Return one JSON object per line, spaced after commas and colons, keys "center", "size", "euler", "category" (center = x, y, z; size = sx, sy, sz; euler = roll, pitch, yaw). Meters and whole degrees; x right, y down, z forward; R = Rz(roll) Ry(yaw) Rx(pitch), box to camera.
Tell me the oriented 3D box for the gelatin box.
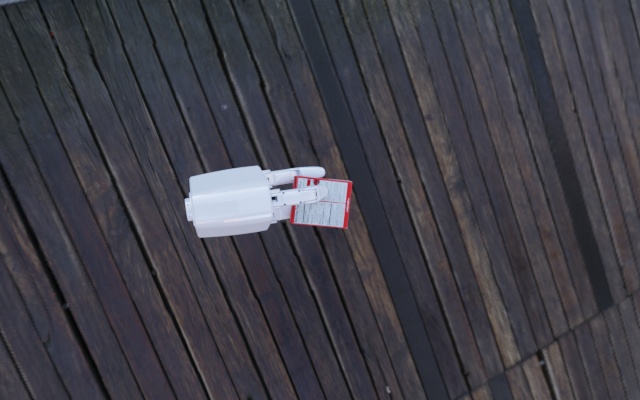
{"center": [0.001, 0.002, 0.731], "size": [0.089, 0.073, 0.030], "euler": [5, 2, -10], "category": "gelatin box"}
